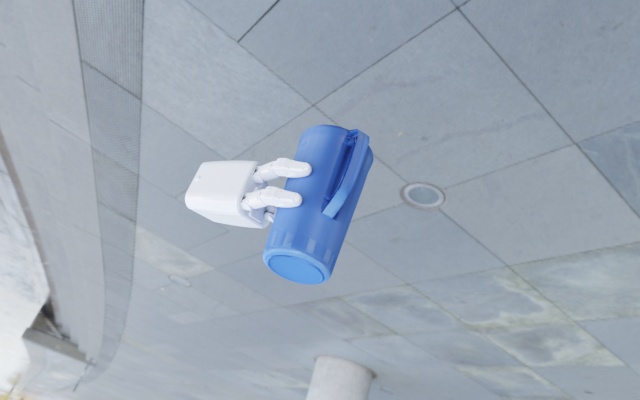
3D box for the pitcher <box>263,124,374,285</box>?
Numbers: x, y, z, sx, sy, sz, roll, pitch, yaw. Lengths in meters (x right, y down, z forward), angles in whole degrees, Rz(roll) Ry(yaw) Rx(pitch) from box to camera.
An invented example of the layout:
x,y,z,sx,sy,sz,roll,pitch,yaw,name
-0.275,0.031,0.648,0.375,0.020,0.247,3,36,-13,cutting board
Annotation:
x,y,z,sx,sy,sz,roll,pitch,yaw,name
0.000,0.003,0.762,0.145,0.242,0.149,6,-33,21,pitcher
